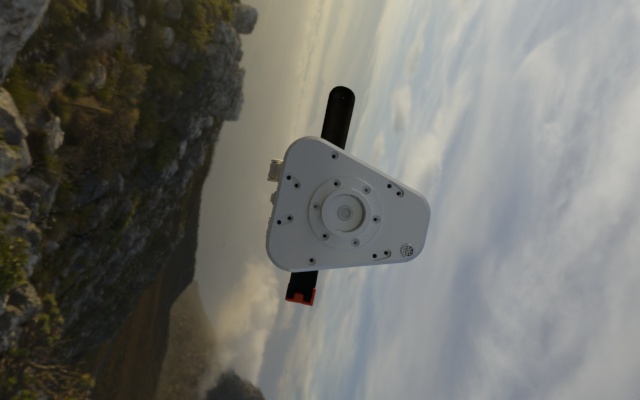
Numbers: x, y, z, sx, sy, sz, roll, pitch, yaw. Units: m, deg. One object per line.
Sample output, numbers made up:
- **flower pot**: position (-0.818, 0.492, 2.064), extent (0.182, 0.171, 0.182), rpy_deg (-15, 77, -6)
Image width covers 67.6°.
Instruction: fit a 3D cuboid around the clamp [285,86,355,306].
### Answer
- **clamp**: position (0.001, 0.002, 0.503), extent (0.036, 0.210, 0.164), rpy_deg (12, -2, 1)
